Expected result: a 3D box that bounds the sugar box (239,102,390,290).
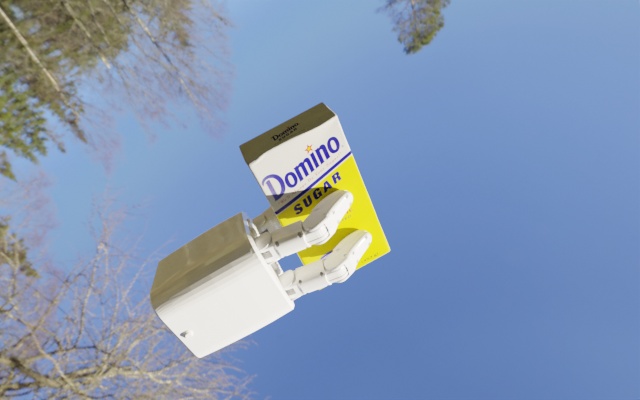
[{"bbox_3d":[0.000,0.002,0.480,0.093,0.176,0.048,-29,37,-4],"label":"sugar box"}]
